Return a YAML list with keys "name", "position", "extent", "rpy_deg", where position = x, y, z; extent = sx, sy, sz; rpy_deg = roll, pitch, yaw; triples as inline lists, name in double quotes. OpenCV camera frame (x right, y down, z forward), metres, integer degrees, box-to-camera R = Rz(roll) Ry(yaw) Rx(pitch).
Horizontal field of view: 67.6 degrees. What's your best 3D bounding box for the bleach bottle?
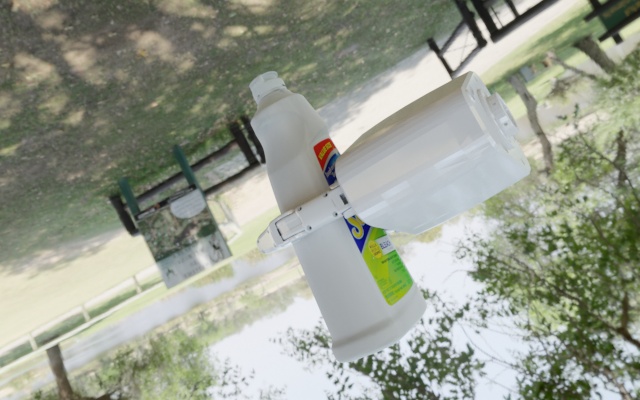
- name: "bleach bottle"
  position: [0.000, 0.001, 0.415]
  extent: [0.068, 0.251, 0.102]
  rpy_deg: [-31, -8, 28]
